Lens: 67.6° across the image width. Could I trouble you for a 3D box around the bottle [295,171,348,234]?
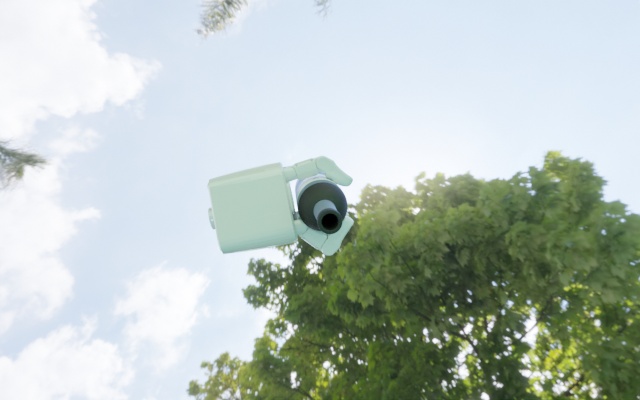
[{"bbox_3d":[0.000,0.002,0.663,0.069,0.069,0.295,0,8,-4],"label":"bottle"}]
